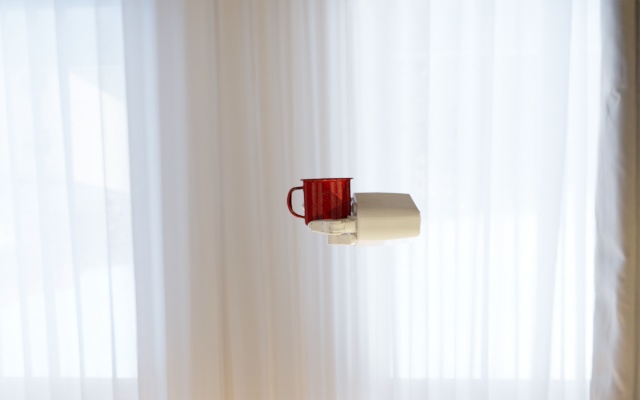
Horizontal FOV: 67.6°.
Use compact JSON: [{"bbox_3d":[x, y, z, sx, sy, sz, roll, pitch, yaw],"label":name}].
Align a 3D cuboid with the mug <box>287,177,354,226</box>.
[{"bbox_3d":[-0.001,0.003,0.824,0.117,0.081,0.093,-2,4,1],"label":"mug"}]
